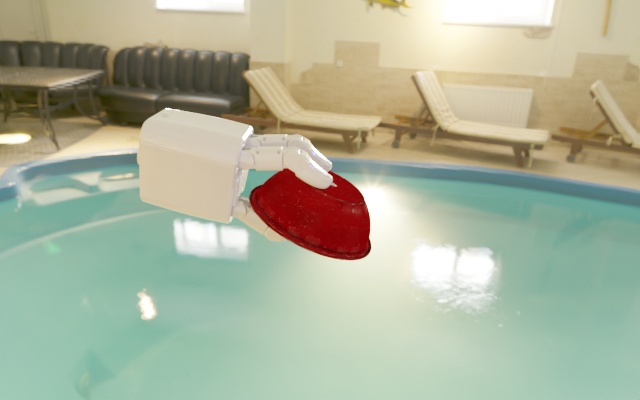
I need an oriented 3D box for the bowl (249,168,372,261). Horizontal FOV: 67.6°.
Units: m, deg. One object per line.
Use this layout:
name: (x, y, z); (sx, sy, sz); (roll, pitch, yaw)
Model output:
bowl: (0.001, 0.002, 0.569); (0.162, 0.055, 0.162); (24, 20, -9)
